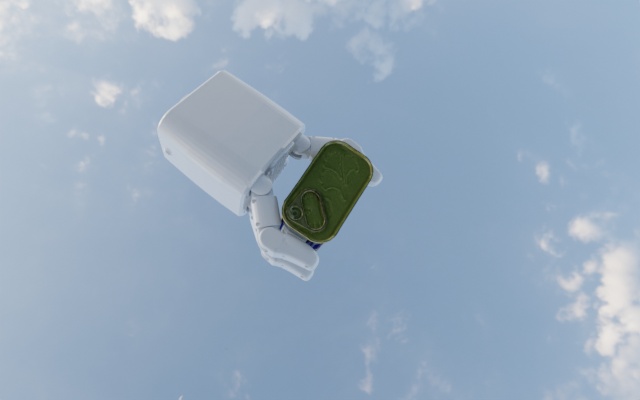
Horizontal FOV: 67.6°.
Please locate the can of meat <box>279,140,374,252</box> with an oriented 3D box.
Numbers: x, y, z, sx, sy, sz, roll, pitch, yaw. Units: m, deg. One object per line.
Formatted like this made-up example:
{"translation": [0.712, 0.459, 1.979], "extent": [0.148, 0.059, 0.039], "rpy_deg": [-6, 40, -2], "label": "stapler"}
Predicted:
{"translation": [0.000, 0.002, 0.484], "extent": [0.057, 0.102, 0.084], "rpy_deg": [33, -20, 0], "label": "can of meat"}
